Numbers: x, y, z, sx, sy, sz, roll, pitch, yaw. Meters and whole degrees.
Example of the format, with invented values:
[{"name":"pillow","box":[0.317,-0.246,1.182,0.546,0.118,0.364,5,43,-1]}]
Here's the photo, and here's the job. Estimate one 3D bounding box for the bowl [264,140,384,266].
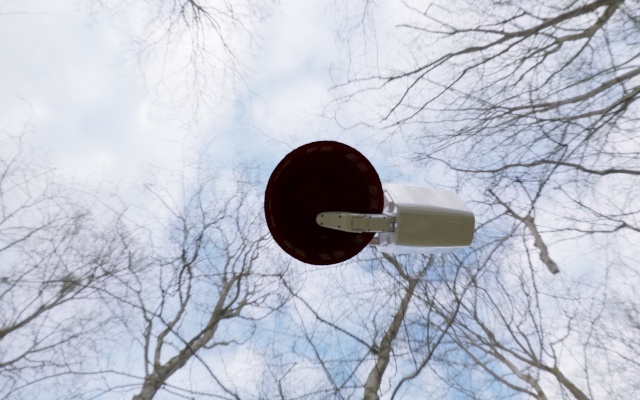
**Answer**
[{"name":"bowl","box":[-0.001,0.002,0.633,0.162,0.162,0.055,0,5,-17]}]
